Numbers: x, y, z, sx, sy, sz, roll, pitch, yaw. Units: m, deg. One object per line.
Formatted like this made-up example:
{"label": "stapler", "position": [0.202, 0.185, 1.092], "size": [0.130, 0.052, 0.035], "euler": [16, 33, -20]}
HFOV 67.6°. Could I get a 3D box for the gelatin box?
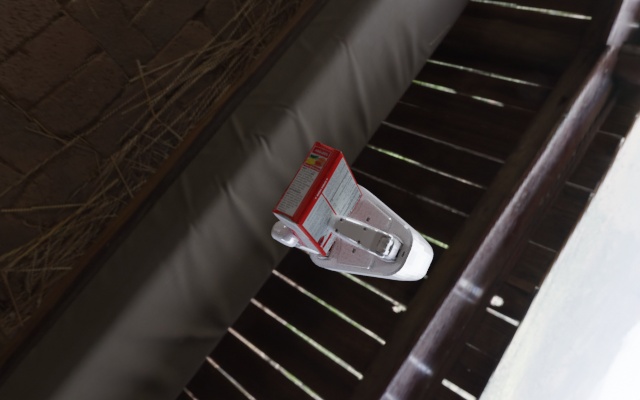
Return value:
{"label": "gelatin box", "position": [0.000, 0.001, 0.430], "size": [0.030, 0.073, 0.089], "euler": [25, -15, 26]}
